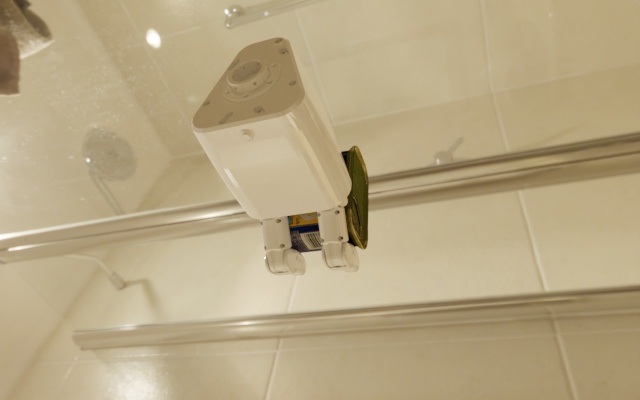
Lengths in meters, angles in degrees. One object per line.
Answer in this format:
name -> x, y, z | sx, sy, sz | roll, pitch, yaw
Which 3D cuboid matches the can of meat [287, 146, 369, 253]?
can of meat -> 0.000, 0.002, 0.472 | 0.084, 0.102, 0.057 | -8, -37, 18
